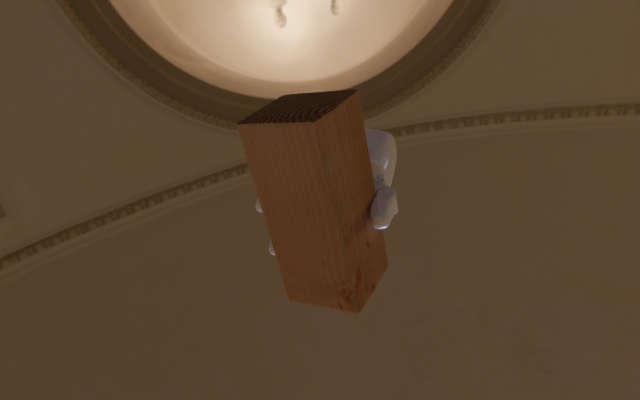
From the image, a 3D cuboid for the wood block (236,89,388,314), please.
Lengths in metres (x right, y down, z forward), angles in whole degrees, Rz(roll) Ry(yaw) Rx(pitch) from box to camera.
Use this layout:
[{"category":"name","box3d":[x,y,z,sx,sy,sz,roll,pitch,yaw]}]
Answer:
[{"category":"wood block","box3d":[0.001,0.002,0.492,0.091,0.206,0.090,3,30,31]}]
